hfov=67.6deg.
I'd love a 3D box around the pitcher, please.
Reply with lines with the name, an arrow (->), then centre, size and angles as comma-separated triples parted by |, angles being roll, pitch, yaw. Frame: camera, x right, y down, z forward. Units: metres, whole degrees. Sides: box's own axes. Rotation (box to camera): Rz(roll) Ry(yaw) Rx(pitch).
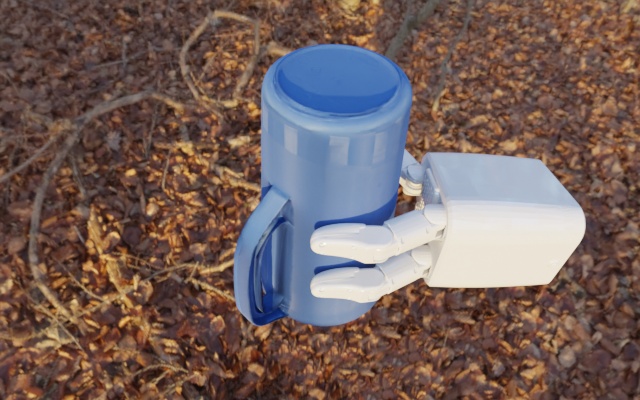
pitcher -> 0.000, 0.001, 0.416 | 0.145, 0.149, 0.243 | 1, -43, -2
